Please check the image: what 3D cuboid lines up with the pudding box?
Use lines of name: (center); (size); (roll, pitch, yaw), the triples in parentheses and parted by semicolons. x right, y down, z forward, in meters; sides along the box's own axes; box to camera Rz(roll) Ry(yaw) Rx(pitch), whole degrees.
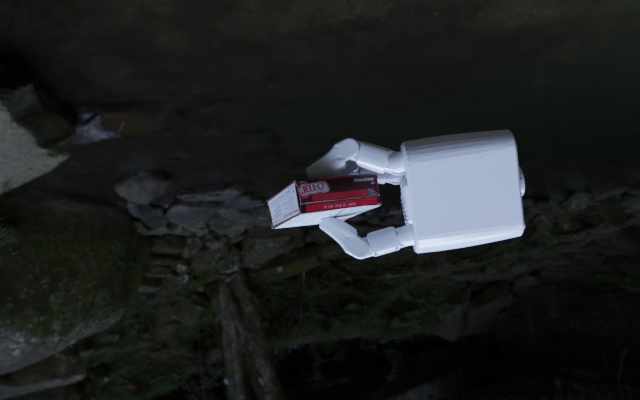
pudding box: (0.000, 0.002, 0.513); (0.090, 0.039, 0.113); (-5, -10, -22)
